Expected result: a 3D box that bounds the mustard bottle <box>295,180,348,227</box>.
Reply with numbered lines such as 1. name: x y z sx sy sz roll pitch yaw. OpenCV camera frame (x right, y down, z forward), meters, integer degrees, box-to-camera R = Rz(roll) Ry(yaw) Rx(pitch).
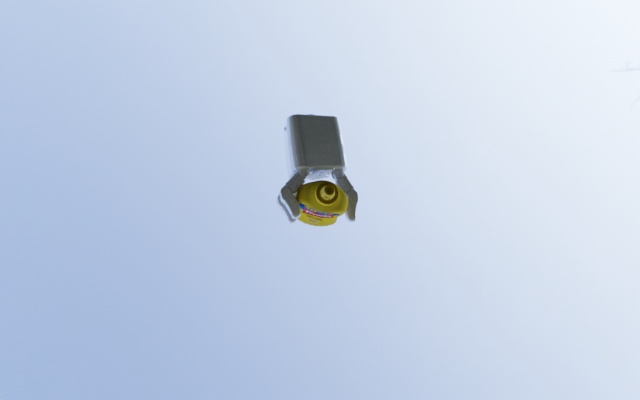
1. mustard bottle: 0.000 0.003 0.887 0.096 0.058 0.192 17 -15 -5
